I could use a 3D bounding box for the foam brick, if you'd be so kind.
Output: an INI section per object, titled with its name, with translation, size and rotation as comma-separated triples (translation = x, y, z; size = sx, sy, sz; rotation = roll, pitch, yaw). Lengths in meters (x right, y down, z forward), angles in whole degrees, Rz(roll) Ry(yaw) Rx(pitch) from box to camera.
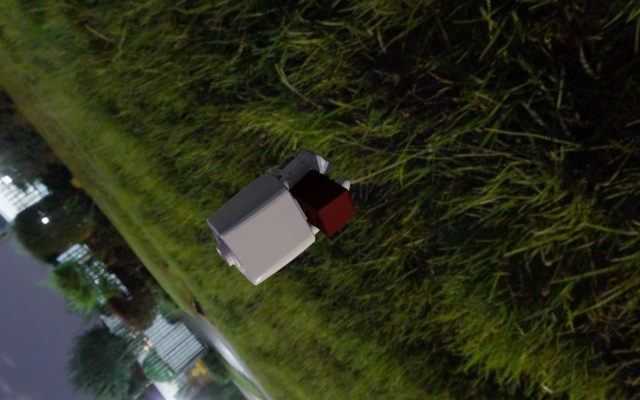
[foam brick]
translation = 0.000, 0.002, 0.651
size = 0.051, 0.053, 0.078
rotation = -38, 43, -19
